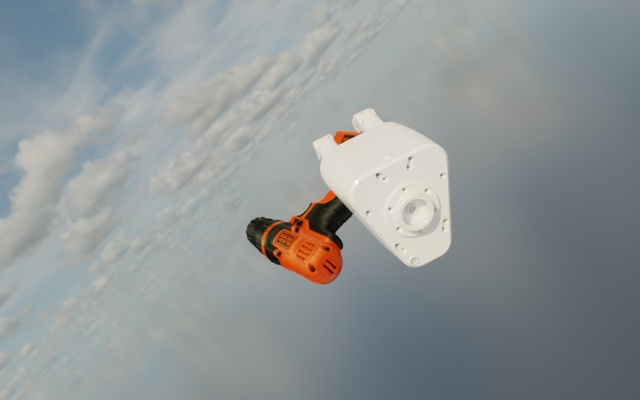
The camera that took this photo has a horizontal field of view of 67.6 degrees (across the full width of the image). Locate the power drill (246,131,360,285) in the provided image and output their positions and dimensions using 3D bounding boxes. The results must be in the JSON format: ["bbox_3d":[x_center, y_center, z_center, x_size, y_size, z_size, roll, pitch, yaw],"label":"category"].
[{"bbox_3d":[0.000,0.002,0.586,0.057,0.187,0.184,43,-14,-34],"label":"power drill"}]
